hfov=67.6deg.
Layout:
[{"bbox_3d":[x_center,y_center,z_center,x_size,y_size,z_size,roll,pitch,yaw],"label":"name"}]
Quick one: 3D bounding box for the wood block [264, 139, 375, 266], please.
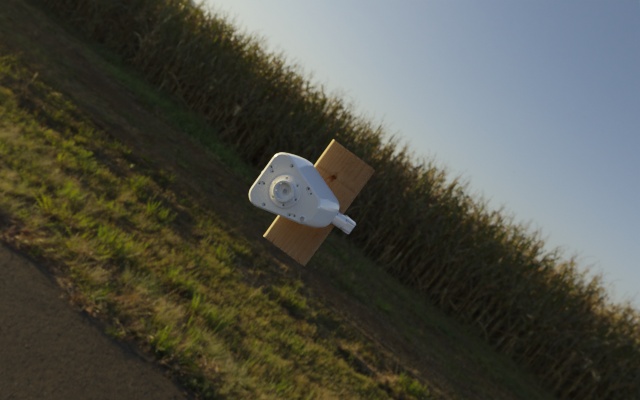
[{"bbox_3d":[0.000,0.003,0.853,0.091,0.206,0.090,37,6,1],"label":"wood block"}]
